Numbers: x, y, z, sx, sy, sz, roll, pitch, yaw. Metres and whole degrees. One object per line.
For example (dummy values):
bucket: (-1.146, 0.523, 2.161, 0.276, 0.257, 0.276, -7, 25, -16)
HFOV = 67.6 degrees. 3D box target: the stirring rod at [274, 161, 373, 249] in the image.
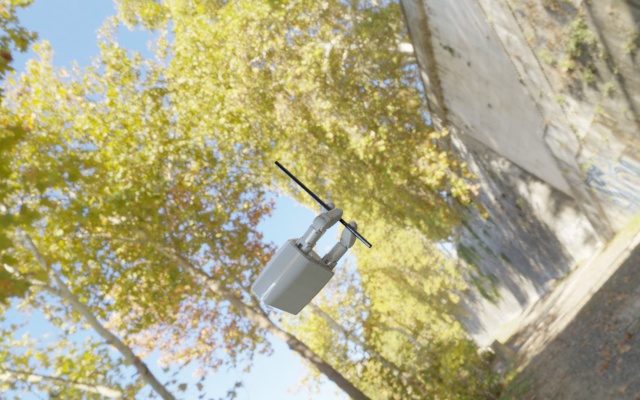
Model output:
stirring rod: (0.000, 0.003, 0.827, 0.239, 0.011, 0.011, 42, 20, 24)
